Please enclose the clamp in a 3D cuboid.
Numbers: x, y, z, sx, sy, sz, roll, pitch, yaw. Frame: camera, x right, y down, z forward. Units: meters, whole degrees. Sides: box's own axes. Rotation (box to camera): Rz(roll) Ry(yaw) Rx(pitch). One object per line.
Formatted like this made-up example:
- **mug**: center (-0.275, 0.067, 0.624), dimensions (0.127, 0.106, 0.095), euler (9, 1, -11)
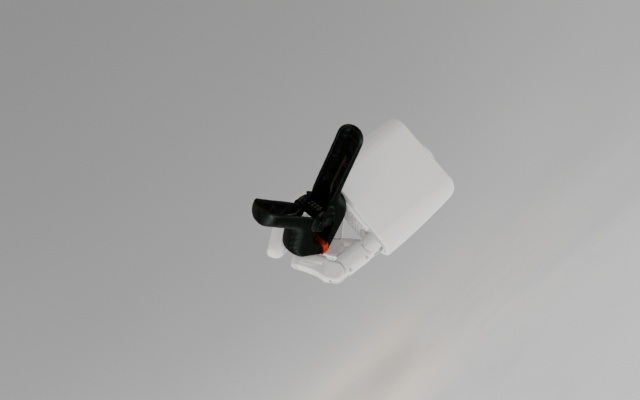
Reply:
- **clamp**: center (0.000, 0.002, 0.462), dimensions (0.120, 0.039, 0.171), euler (-40, -20, -8)
